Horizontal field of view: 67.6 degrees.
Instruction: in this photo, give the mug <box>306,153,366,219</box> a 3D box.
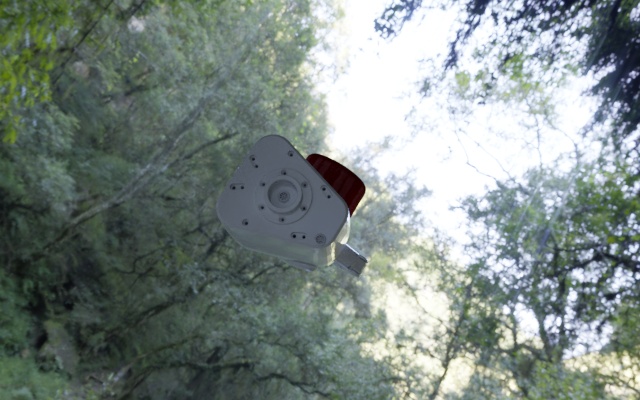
[{"bbox_3d":[0.000,0.002,0.570,0.093,0.081,0.117,31,-11,6],"label":"mug"}]
